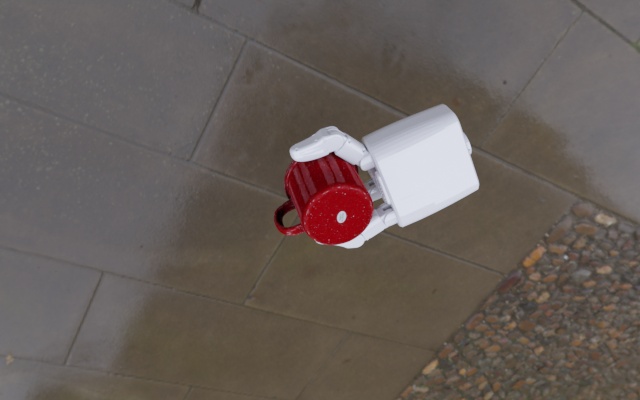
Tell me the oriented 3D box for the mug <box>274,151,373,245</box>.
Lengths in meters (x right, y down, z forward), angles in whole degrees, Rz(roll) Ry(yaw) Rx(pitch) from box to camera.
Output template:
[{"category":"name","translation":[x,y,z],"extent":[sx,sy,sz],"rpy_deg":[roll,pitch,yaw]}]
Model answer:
[{"category":"mug","translation":[-0.001,0.002,0.545],"extent":[0.117,0.093,0.081],"rpy_deg":[-26,36,2]}]
